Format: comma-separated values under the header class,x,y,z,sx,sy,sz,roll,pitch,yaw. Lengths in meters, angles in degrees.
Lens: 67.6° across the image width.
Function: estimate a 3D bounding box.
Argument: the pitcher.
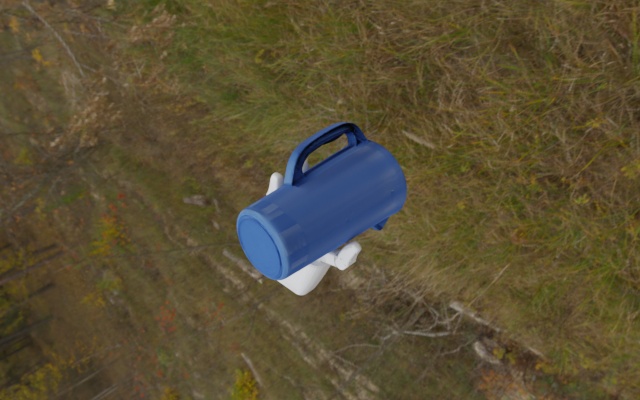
class,x,y,z,sx,sy,sz,roll,pitch,yaw
pitcher,0.000,0.002,0.693,0.242,0.149,0.145,-30,-20,-35
